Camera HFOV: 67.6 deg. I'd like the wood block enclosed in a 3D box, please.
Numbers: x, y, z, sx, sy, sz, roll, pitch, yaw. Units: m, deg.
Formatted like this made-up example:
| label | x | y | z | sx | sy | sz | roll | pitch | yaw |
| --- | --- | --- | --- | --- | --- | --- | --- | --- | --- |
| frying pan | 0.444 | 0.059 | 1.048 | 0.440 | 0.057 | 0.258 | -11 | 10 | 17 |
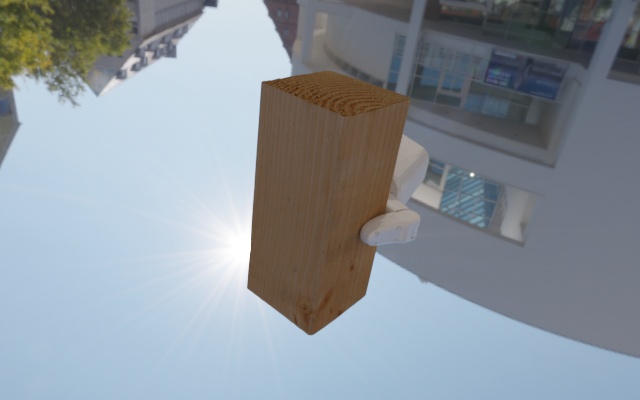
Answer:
| label | x | y | z | sx | sy | sz | roll | pitch | yaw |
| --- | --- | --- | --- | --- | --- | --- | --- | --- | --- |
| wood block | 0.001 | 0.002 | 0.427 | 0.091 | 0.206 | 0.090 | 28 | 34 | 32 |
